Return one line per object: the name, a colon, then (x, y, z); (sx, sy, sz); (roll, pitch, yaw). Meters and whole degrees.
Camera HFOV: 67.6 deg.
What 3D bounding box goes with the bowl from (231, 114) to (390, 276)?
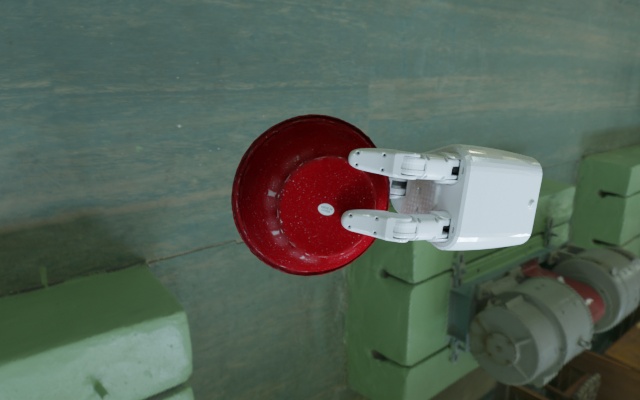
bowl: (-0.001, 0.002, 0.446); (0.162, 0.162, 0.055); (0, 10, -15)
